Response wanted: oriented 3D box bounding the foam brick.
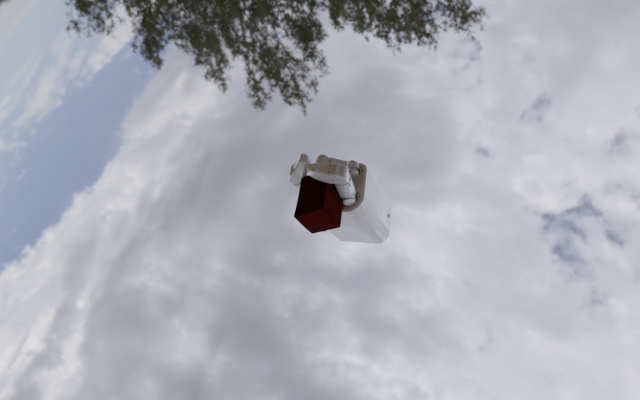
[{"bbox_3d":[0.000,0.003,0.720,0.053,0.078,0.051,-15,-44,28],"label":"foam brick"}]
